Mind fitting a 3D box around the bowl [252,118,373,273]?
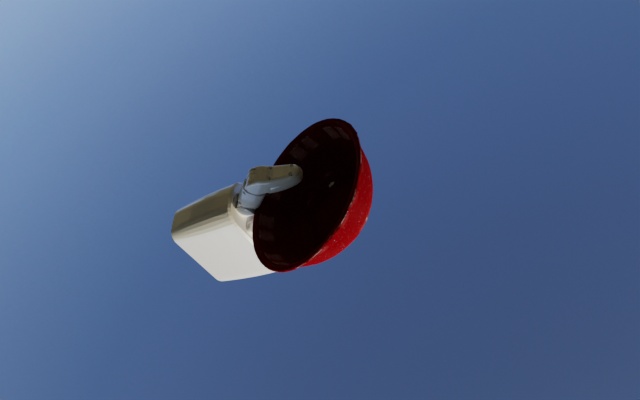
[{"bbox_3d":[0.001,0.002,0.477,0.055,0.162,0.162,27,-16,-33],"label":"bowl"}]
